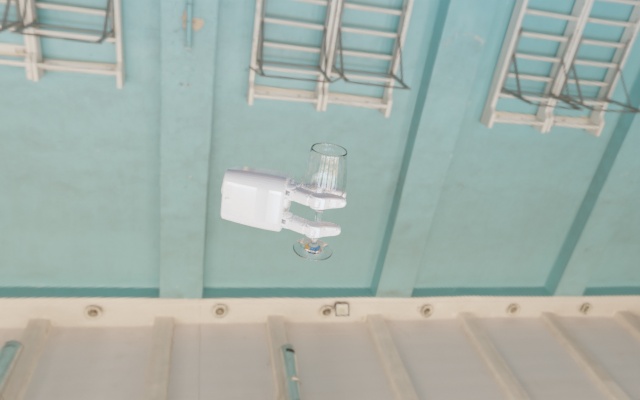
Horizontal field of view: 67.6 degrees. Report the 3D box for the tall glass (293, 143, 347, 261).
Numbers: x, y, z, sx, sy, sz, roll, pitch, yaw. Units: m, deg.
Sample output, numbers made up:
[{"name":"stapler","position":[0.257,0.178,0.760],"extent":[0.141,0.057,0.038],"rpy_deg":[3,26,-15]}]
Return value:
[{"name":"tall glass","position":[0.000,0.003,0.842],"extent":[0.079,0.201,0.079],"rpy_deg":[8,26,-4]}]
